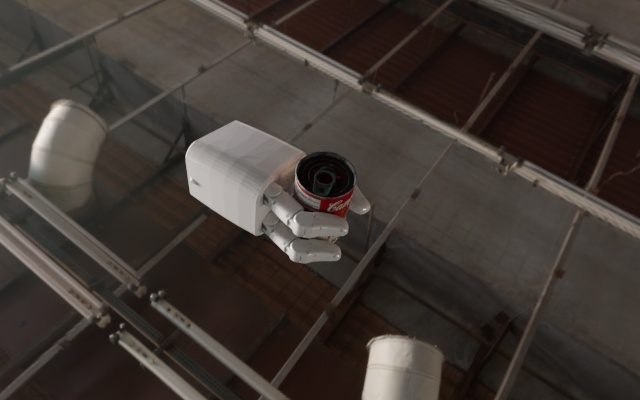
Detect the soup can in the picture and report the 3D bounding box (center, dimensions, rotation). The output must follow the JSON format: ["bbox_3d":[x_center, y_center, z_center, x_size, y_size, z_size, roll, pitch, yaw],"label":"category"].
[{"bbox_3d":[0.001,0.002,0.559,0.068,0.068,0.102,0,-38,-9],"label":"soup can"}]
